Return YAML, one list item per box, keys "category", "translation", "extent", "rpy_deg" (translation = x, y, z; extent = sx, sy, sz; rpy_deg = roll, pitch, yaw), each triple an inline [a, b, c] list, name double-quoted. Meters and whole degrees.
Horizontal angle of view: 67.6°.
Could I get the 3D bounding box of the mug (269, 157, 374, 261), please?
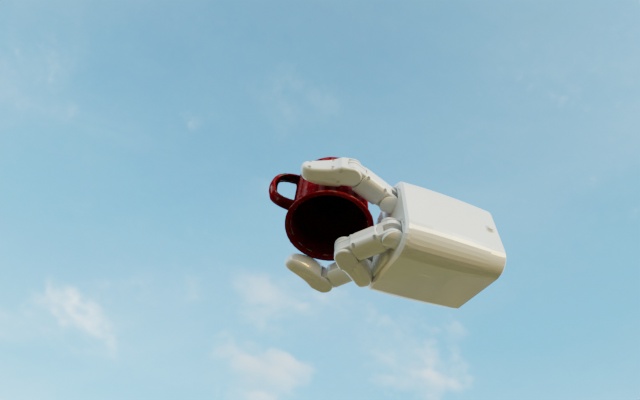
- category: "mug"
  translation: [-0.001, 0.001, 0.523]
  extent: [0.117, 0.093, 0.081]
  rpy_deg: [17, 35, -8]
